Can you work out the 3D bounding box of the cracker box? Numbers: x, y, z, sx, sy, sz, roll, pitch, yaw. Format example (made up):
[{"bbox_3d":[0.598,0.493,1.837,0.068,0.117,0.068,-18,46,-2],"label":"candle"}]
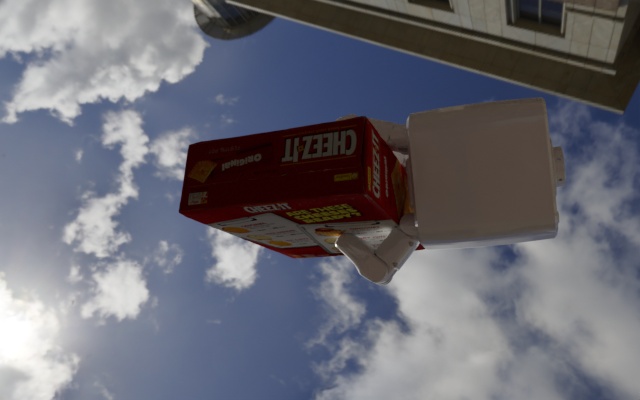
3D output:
[{"bbox_3d":[0.000,0.002,0.460,0.164,0.072,0.214,-6,-19,22],"label":"cracker box"}]
